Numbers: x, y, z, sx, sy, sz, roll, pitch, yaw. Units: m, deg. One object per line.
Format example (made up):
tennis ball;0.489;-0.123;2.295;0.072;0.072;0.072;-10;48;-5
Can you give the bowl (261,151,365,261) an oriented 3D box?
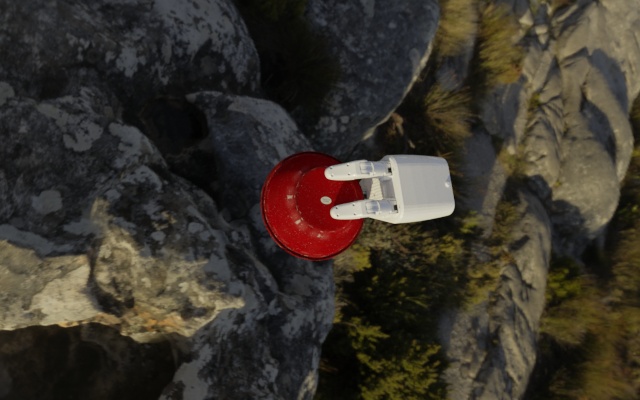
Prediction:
bowl;-0.001;0.003;0.672;0.162;0.162;0.055;0;-9;-20
